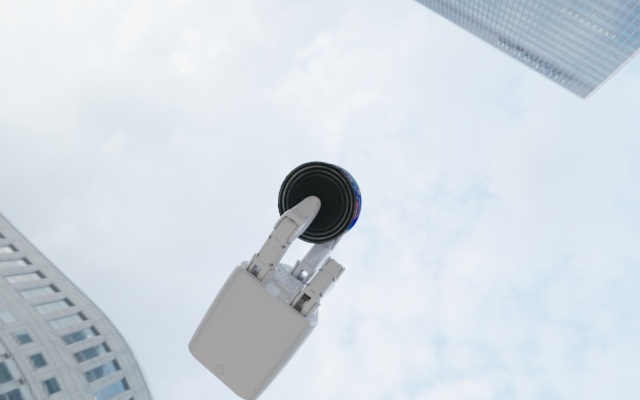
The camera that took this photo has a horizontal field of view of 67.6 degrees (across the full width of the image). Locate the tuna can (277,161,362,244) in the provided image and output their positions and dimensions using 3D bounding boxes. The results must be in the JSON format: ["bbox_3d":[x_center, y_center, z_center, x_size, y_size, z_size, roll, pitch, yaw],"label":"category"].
[{"bbox_3d":[0.000,0.002,0.507,0.086,0.086,0.034,0,2,18],"label":"tuna can"}]
